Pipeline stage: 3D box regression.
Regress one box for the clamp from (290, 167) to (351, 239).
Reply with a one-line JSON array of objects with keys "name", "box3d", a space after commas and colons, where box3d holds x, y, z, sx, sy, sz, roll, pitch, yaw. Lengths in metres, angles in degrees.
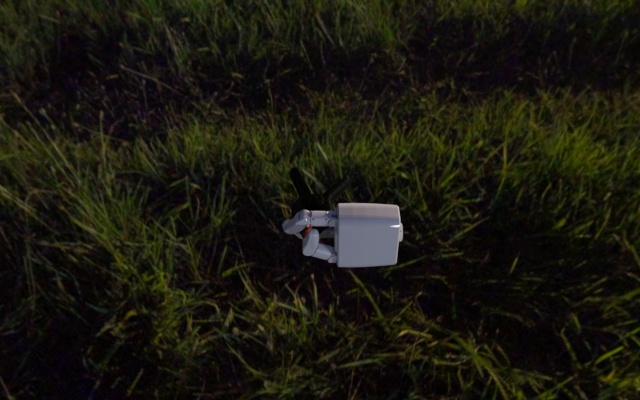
[{"name": "clamp", "box3d": [0.000, 0.003, 0.890, 0.120, 0.171, 0.039, -1, -40, 0]}]
